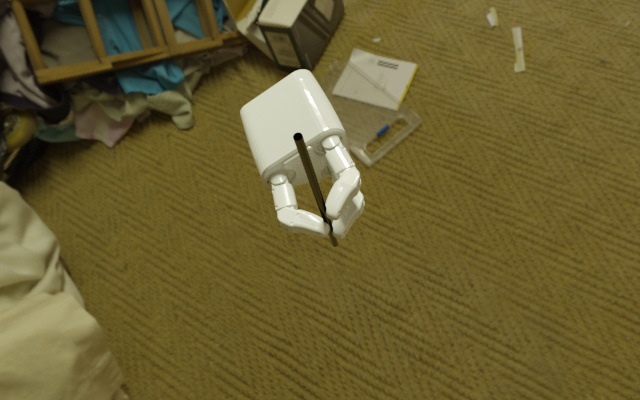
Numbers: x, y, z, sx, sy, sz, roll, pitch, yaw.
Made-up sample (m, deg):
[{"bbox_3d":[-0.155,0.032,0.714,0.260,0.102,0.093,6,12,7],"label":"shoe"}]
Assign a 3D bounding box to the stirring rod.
[{"bbox_3d":[0.000,0.002,0.487,0.011,0.011,0.240,0,-26,10],"label":"stirring rod"}]
